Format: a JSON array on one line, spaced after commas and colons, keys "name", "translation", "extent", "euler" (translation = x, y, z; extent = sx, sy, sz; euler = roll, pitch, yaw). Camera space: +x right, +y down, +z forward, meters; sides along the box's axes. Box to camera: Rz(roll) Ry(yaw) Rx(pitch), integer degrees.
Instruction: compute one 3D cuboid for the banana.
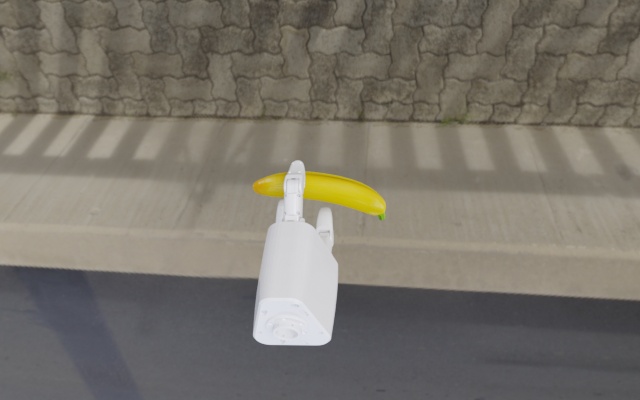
[{"name": "banana", "translation": [0.009, -0.008, 0.647], "extent": [0.198, 0.037, 0.070], "euler": [15, -40, -12]}]
